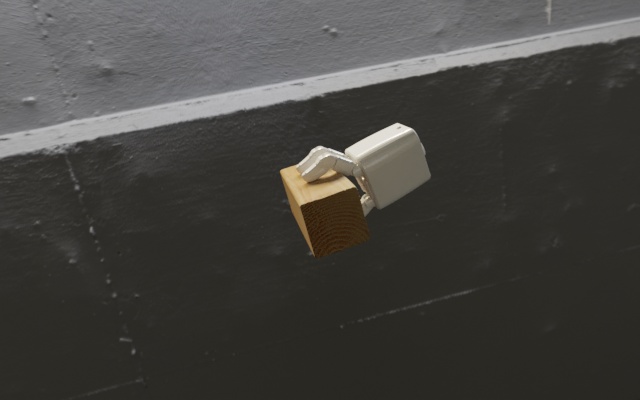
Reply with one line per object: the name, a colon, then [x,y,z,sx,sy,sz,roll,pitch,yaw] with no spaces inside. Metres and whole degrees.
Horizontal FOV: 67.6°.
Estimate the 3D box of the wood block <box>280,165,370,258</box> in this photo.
wood block: [0.001,0.003,0.787,0.090,0.091,0.206,-19,20,-6]
